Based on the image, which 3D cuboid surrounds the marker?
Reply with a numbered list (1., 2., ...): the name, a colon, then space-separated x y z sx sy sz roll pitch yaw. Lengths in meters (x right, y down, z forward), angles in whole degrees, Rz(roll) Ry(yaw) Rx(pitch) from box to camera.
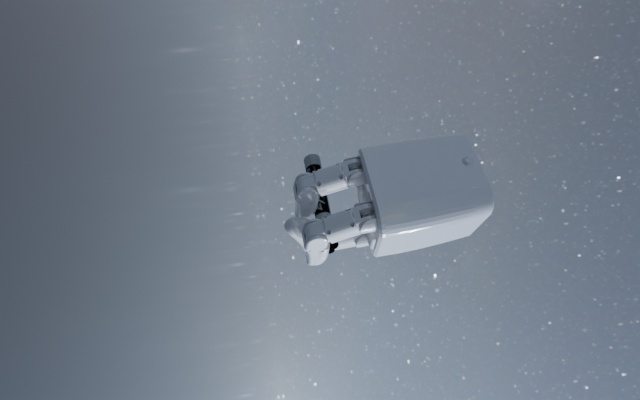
1. marker: 0.000 0.002 0.504 0.020 0.121 0.020 -8 -35 -5
